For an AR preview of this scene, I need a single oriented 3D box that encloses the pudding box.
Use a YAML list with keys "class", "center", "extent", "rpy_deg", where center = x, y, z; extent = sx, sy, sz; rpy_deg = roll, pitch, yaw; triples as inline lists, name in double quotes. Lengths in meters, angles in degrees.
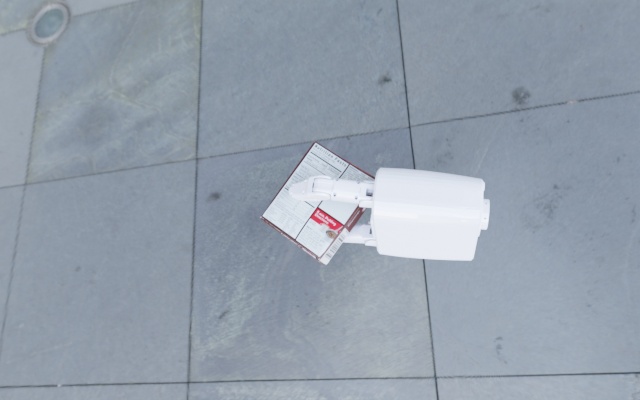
- class: "pudding box"
  center: [0.000, 0.002, 0.546]
  extent: [0.090, 0.113, 0.039]
  rpy_deg: [34, -7, 18]
